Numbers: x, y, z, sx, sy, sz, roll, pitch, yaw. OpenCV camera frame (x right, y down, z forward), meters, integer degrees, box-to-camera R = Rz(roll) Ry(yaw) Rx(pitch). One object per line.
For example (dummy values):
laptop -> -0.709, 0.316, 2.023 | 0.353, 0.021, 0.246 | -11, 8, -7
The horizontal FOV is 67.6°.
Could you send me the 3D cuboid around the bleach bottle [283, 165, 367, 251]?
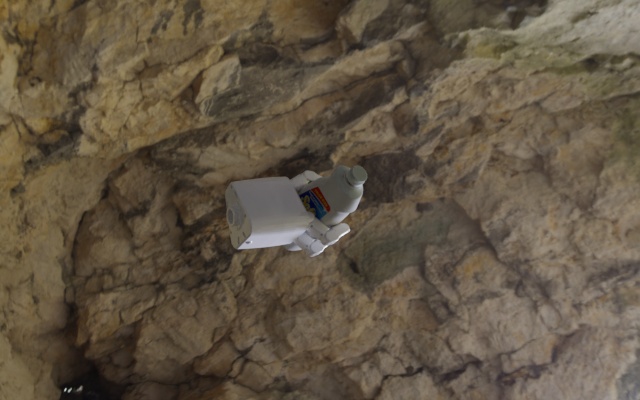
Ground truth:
bleach bottle -> 0.000, 0.003, 0.847 | 0.068, 0.102, 0.251 | -6, -22, -33
